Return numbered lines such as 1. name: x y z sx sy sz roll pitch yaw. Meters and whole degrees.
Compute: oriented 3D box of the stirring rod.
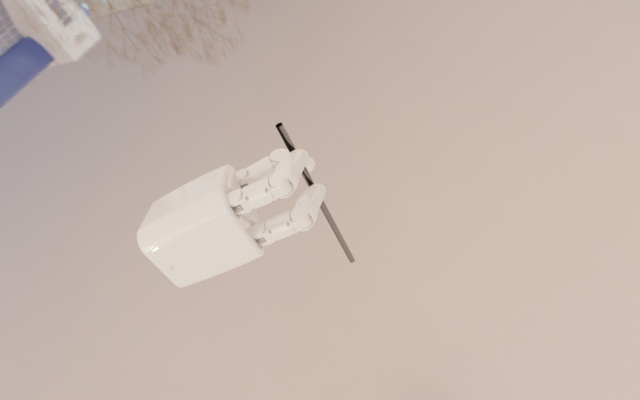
1. stirring rod: 0.000 0.002 0.574 0.011 0.011 0.240 0 -42 29
